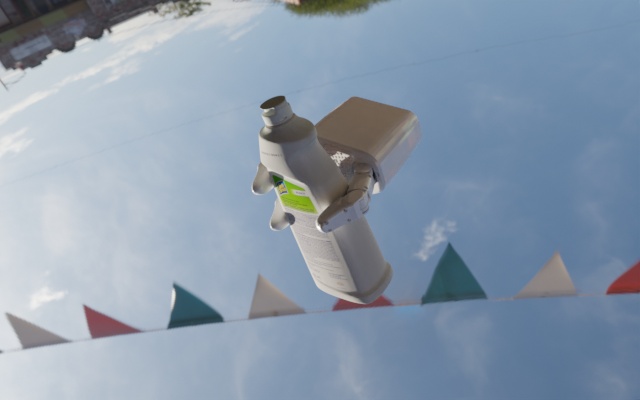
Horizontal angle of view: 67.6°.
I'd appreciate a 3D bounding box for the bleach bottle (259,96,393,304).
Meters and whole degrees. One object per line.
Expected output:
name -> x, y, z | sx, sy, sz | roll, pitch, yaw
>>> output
bleach bottle -> 0.000, 0.002, 0.536 | 0.102, 0.251, 0.068 | 8, 43, 41
